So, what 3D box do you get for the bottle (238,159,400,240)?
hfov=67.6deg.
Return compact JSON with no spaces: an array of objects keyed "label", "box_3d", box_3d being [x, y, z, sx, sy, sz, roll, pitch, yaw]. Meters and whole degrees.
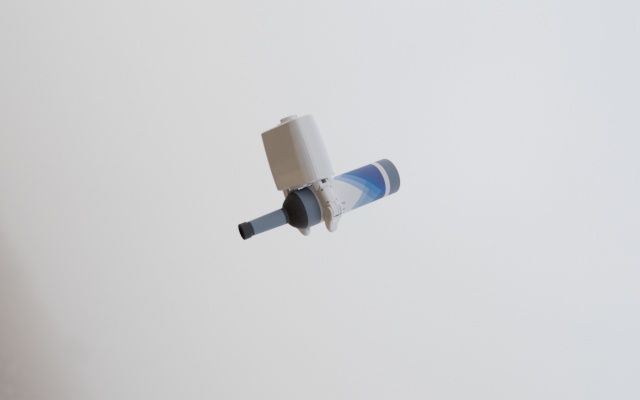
[{"label":"bottle","box_3d":[0.000,0.003,0.815,0.295,0.069,0.069,-21,9,-24]}]
